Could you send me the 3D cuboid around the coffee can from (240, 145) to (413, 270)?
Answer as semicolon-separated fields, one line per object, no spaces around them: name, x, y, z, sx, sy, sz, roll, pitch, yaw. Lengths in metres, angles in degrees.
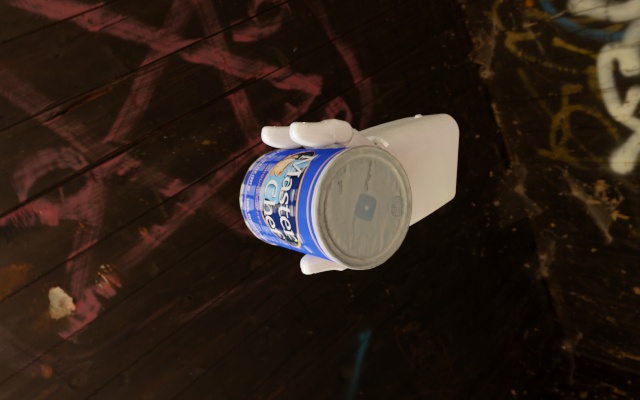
coffee can;0.000;0.002;0.448;0.103;0.103;0.140;0;4;-34
